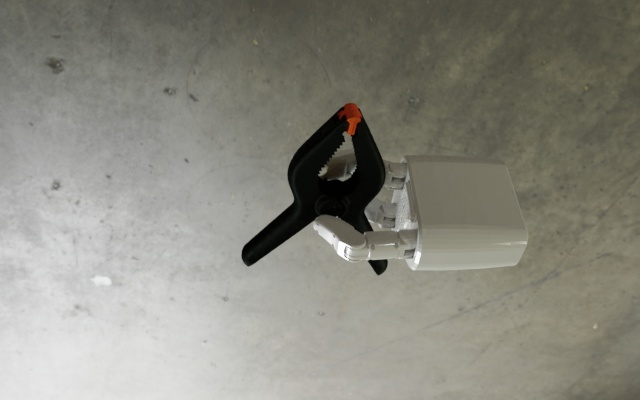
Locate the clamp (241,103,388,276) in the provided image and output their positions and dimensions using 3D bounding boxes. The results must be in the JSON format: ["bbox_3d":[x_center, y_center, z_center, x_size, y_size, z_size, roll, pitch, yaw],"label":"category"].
[{"bbox_3d":[0.000,0.002,0.479,0.164,0.210,0.036,-1,40,-6],"label":"clamp"}]
